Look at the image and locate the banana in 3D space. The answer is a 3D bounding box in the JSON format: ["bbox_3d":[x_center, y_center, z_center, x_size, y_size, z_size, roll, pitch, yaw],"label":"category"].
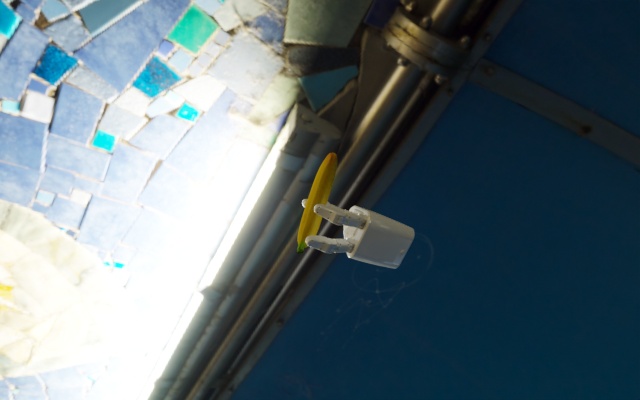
[{"bbox_3d":[-0.005,0.007,0.911,0.037,0.198,0.069,18,-5,-12],"label":"banana"}]
